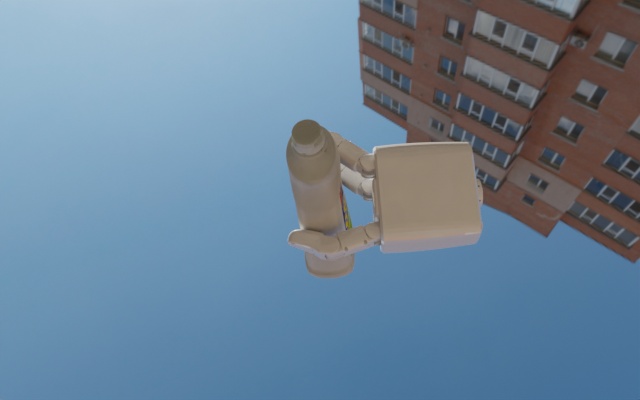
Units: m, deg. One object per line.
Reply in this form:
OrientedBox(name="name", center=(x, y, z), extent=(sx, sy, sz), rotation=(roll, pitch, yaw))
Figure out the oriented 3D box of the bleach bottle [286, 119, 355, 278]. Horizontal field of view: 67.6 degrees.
OrientedBox(name="bleach bottle", center=(0.000, 0.002, 0.547), extent=(0.068, 0.102, 0.251), rotation=(-4, -28, 5))
